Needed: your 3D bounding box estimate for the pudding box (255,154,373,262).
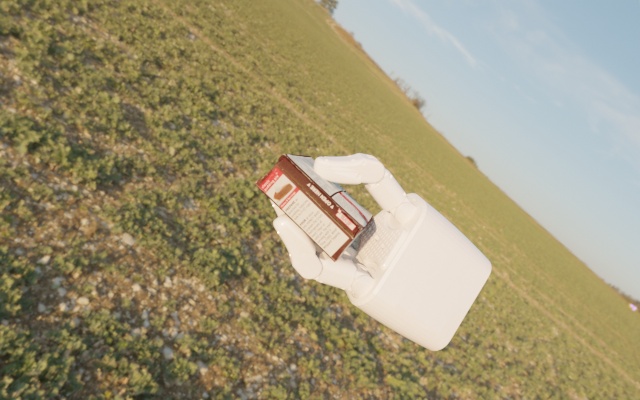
[{"bbox_3d":[0.000,0.001,0.422,0.090,0.039,0.113,43,8,5],"label":"pudding box"}]
